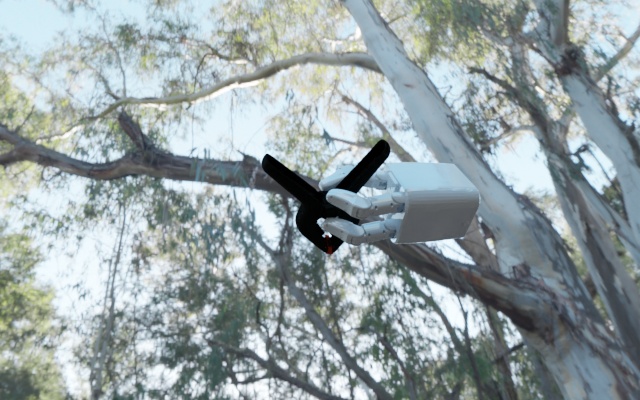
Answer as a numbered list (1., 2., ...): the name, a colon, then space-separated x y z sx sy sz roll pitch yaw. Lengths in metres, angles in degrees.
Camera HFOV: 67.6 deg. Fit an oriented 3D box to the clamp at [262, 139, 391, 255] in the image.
1. clamp: 0.000 0.002 0.667 0.164 0.036 0.210 -2 -44 -9
